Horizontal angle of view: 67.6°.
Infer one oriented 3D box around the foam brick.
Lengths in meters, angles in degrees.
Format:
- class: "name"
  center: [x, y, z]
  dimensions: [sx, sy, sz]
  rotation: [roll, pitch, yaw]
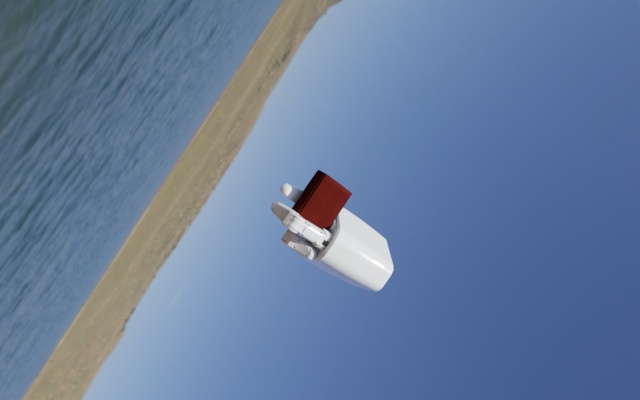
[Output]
- class: "foam brick"
  center: [0.000, 0.002, 0.695]
  dimensions: [0.051, 0.078, 0.053]
  rotation: [33, 4, -15]
